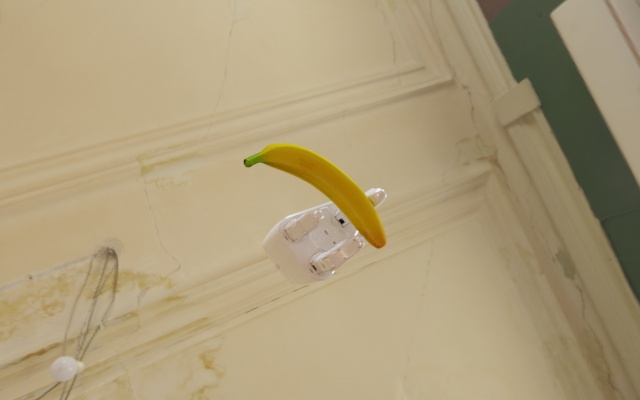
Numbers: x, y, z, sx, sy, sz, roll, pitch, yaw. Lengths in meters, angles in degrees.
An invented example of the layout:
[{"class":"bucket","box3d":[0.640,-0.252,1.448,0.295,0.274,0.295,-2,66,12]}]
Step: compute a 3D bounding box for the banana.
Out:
[{"class":"banana","box3d":[0.004,-0.015,0.573,0.198,0.069,0.037,31,-26,-13]}]
